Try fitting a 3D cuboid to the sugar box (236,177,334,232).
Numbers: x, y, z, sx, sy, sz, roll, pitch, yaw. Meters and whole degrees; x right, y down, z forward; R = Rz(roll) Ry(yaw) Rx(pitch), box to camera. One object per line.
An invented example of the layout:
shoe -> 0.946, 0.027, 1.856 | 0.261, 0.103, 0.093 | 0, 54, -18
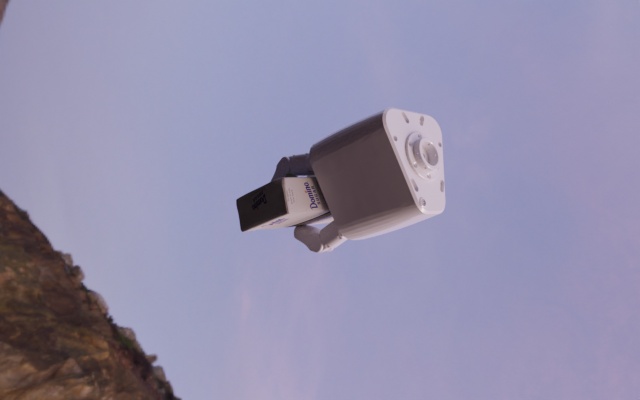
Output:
sugar box -> 0.000, 0.001, 0.565 | 0.176, 0.048, 0.093 | 0, -15, -42
